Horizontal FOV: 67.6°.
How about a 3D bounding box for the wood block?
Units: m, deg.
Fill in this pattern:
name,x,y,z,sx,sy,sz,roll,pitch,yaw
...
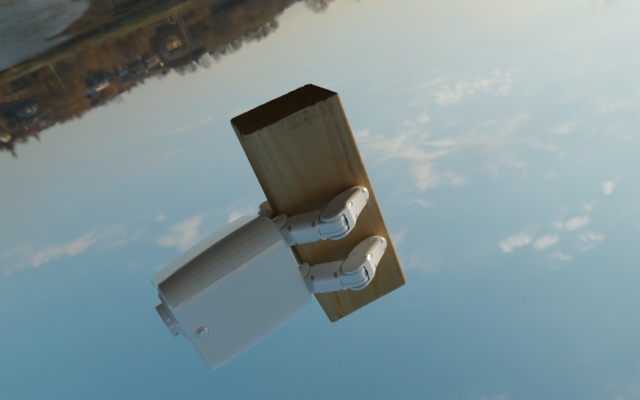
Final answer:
name,x,y,z,sx,sy,sz,roll,pitch,yaw
wood block,0.000,0.002,0.472,0.090,0.206,0.090,-27,25,-9
